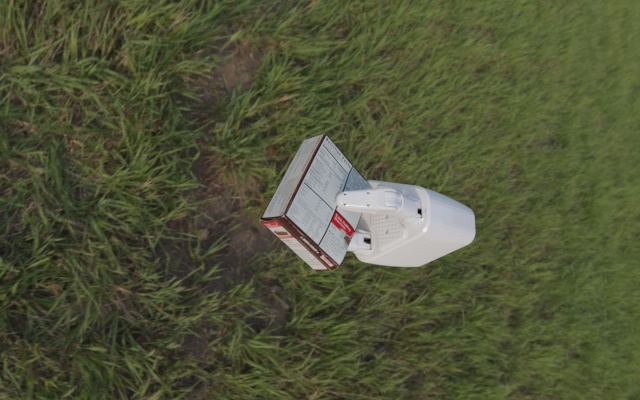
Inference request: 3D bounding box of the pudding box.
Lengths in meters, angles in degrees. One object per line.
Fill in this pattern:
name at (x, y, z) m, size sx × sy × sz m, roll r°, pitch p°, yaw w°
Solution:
pudding box at (0.000, 0.002, 0.489) m, size 0.039 × 0.113 × 0.090 m, roll -14°, pitch -49°, yaw 43°
